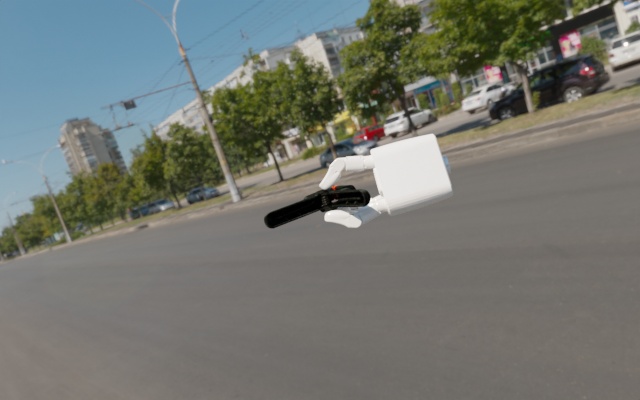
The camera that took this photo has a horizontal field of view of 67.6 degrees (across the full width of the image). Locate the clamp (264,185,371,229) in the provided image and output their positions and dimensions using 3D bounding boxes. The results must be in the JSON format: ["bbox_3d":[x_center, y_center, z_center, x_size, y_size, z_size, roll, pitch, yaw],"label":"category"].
[{"bbox_3d":[0.000,0.002,0.791,0.164,0.036,0.210,-14,6,6],"label":"clamp"}]
